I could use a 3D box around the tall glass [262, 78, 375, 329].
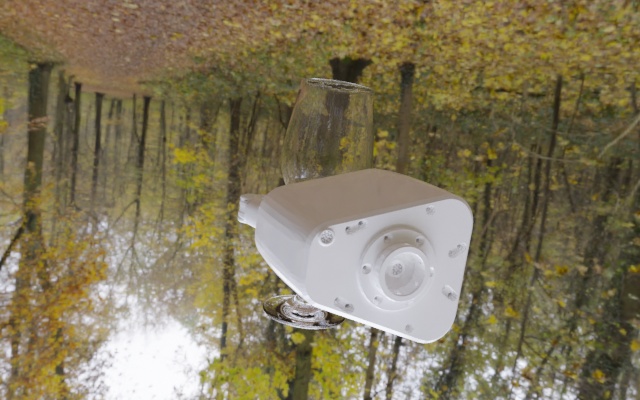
[{"bbox_3d":[0.000,0.002,0.411,0.079,0.201,0.079,8,7,-1],"label":"tall glass"}]
